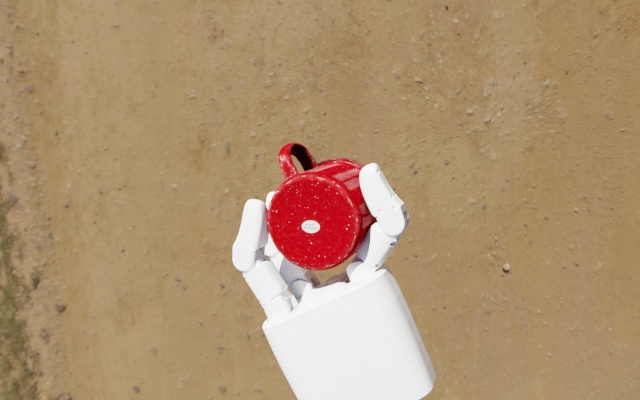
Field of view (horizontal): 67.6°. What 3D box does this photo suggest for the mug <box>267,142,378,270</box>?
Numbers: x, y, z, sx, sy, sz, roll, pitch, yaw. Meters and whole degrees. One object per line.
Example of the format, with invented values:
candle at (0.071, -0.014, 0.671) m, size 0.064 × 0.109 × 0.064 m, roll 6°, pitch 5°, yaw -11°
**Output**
mug at (-0.001, 0.000, 0.416) m, size 0.093 × 0.117 × 0.081 m, roll -28°, pitch -1°, yaw 21°
